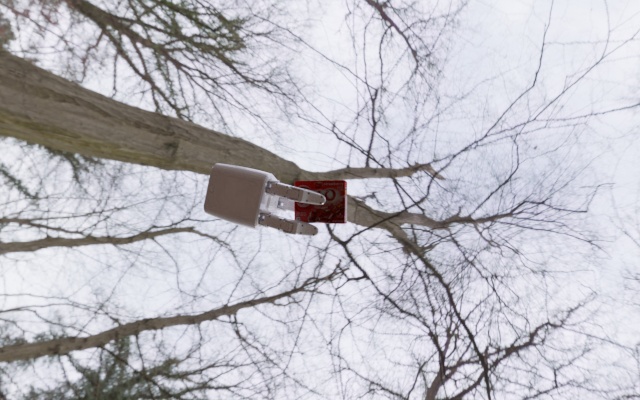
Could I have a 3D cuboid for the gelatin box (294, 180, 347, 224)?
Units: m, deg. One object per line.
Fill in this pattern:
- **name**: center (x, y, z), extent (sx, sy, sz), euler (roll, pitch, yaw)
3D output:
- **gelatin box**: center (0.001, 0.003, 0.808), extent (0.089, 0.073, 0.030), euler (1, -2, 11)
